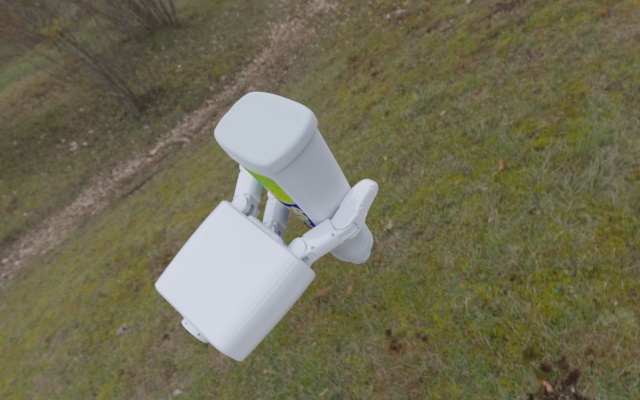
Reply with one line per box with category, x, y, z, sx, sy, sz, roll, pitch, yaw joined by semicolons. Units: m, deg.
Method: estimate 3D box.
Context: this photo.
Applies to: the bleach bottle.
bleach bottle;0.000;0.002;0.492;0.102;0.068;0.251;30;-15;41
